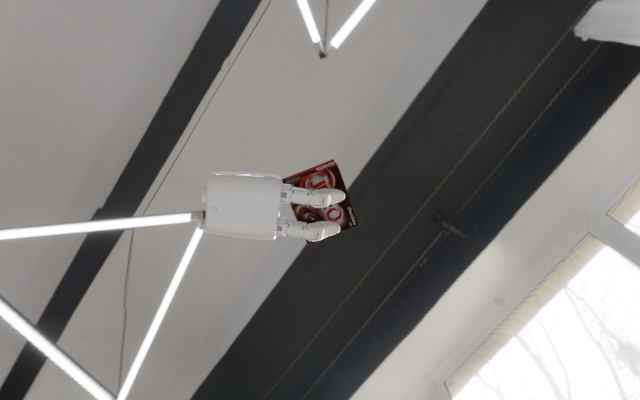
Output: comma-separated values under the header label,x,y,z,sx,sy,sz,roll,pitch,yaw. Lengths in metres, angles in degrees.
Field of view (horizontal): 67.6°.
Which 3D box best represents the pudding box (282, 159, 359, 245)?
label,x,y,z,sx,sy,sz,roll,pitch,yaw
pudding box,0.000,0.002,0.756,0.090,0.113,0.039,-21,25,0
